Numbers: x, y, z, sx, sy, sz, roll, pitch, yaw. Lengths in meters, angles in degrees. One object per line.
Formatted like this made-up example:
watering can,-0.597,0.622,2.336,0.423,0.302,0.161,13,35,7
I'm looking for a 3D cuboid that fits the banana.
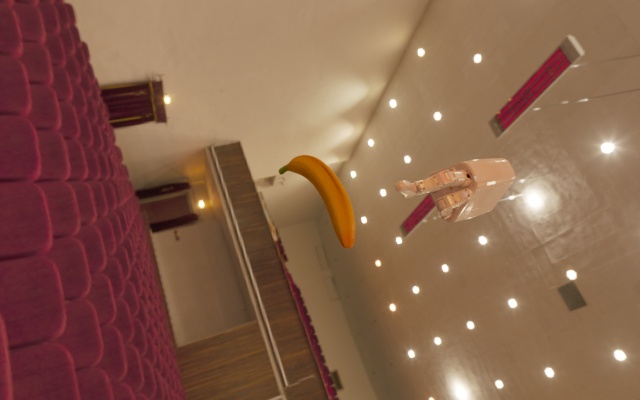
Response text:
banana,0.005,-0.014,0.744,0.037,0.070,0.197,-6,43,-40
